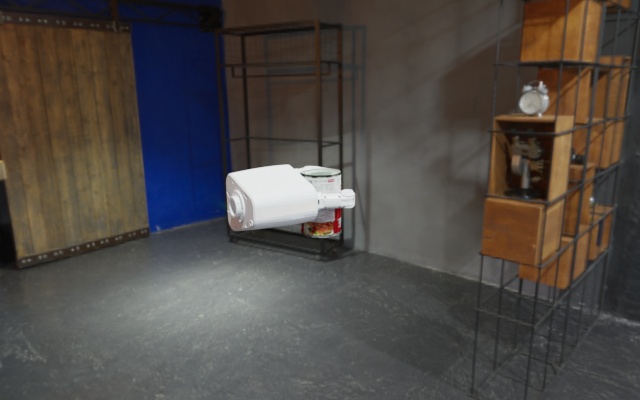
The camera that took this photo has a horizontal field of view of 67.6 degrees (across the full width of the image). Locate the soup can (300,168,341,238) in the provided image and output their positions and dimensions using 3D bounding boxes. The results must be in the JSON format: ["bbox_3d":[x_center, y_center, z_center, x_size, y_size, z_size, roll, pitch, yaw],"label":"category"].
[{"bbox_3d":[0.001,0.002,0.783,0.068,0.102,0.068,-1,14,0],"label":"soup can"}]
